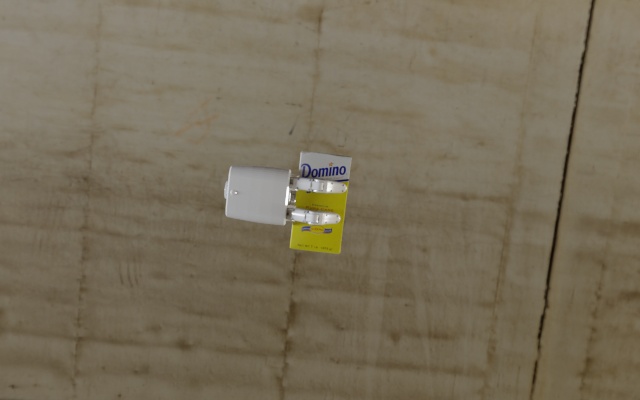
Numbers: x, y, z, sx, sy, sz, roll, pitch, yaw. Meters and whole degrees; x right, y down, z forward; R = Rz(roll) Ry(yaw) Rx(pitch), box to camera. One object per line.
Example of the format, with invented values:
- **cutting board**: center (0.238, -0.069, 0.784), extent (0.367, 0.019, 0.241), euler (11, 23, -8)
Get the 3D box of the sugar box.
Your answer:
- **sugar box**: center (0.000, 0.003, 0.864), extent (0.093, 0.176, 0.048), euler (6, 5, -2)
